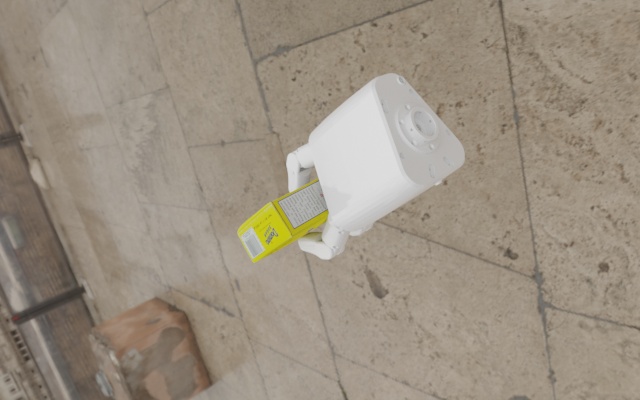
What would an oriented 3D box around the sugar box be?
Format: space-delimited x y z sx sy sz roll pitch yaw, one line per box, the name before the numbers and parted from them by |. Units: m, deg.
sugar box | 0.000 0.002 0.532 0.176 0.048 0.093 -26 -6 -38
